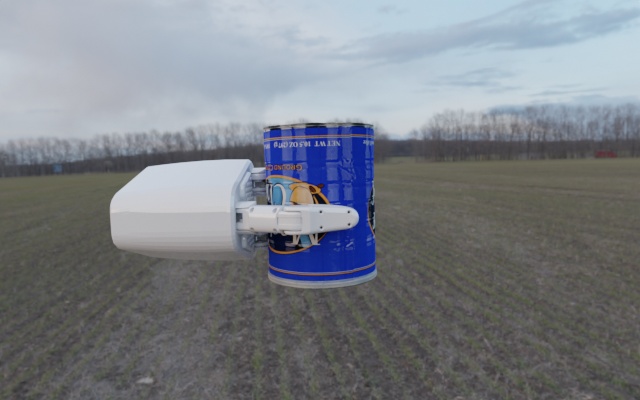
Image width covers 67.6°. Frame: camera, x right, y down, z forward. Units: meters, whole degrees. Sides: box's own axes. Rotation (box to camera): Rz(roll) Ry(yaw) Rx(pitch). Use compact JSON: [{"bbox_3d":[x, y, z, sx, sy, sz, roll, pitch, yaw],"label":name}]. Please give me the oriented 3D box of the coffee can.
[{"bbox_3d":[0.000,0.002,0.447,0.103,0.140,0.103,-2,5,0],"label":"coffee can"}]
